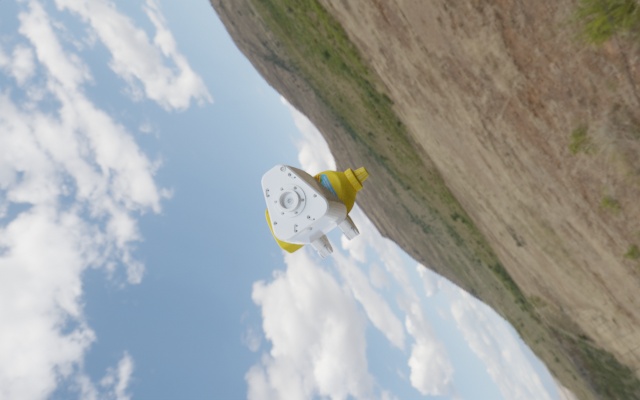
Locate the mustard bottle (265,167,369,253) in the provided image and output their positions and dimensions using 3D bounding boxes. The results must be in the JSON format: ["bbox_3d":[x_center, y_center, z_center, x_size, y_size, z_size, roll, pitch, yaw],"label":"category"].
[{"bbox_3d":[0.000,0.003,0.824,0.191,0.096,0.058,-34,-38,10],"label":"mustard bottle"}]
